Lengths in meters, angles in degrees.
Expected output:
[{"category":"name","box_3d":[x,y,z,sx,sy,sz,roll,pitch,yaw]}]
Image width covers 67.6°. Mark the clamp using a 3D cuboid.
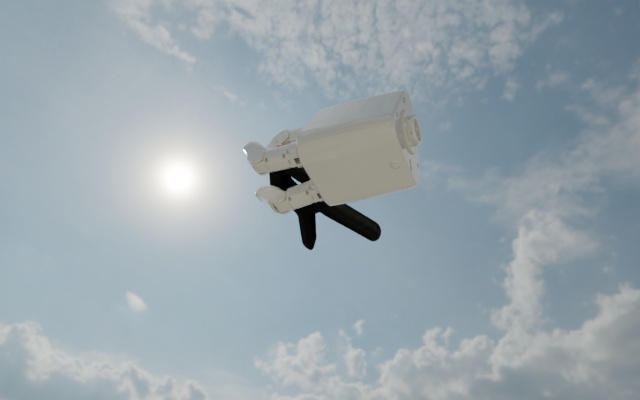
[{"category":"clamp","box_3d":[0.000,0.001,0.597,0.120,0.039,0.172,-9,-46,26]}]
